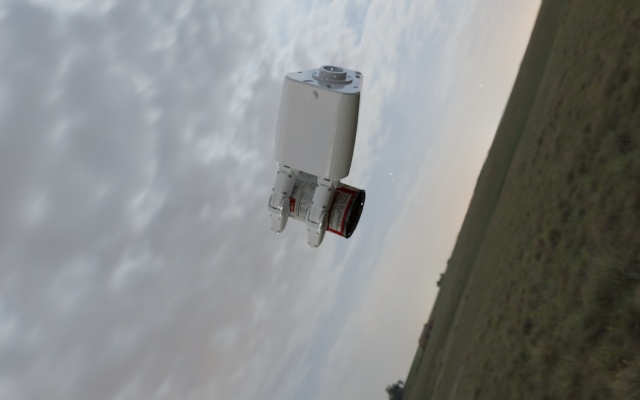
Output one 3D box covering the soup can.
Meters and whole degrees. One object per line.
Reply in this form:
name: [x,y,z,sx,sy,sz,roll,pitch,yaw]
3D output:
soup can: [0.000,0.002,0.632,0.102,0.068,0.068,19,6,17]
